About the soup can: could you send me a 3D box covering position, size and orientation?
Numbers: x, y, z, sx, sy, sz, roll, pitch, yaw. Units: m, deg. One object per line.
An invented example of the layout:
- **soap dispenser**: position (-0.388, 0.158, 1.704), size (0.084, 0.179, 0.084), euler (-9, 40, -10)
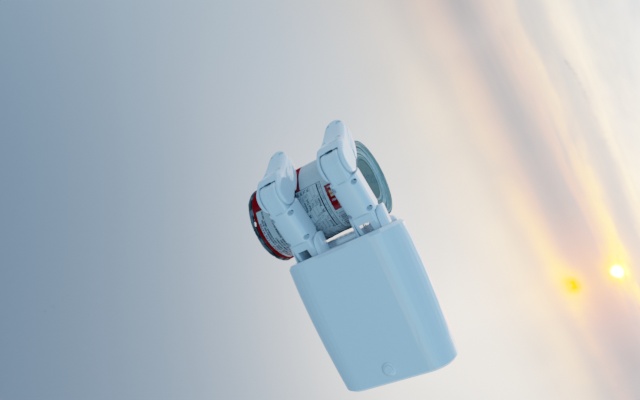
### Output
- **soup can**: position (0.000, 0.001, 0.401), size (0.102, 0.068, 0.068), euler (-26, -11, 24)
